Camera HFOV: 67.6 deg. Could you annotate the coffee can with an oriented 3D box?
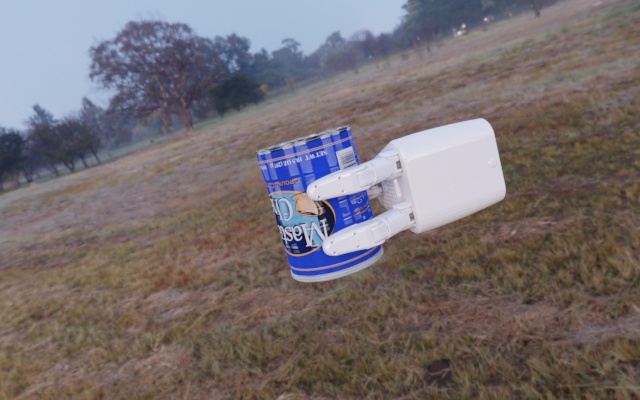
[{"bbox_3d":[0.000,0.002,0.507,0.103,0.140,0.103,-15,9,3],"label":"coffee can"}]
